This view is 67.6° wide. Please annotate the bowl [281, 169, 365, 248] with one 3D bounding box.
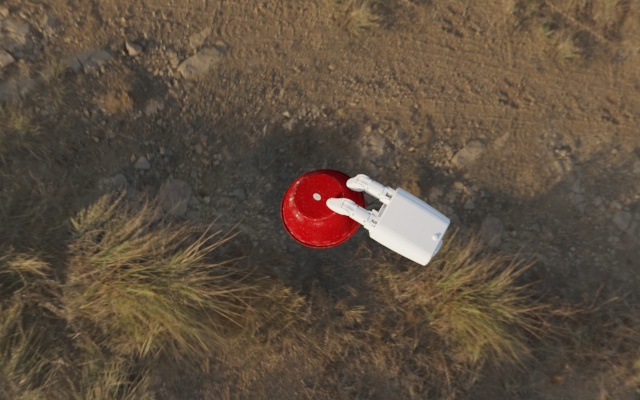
[{"bbox_3d":[-0.001,0.002,0.879,0.162,0.162,0.055,0,-23,10],"label":"bowl"}]
